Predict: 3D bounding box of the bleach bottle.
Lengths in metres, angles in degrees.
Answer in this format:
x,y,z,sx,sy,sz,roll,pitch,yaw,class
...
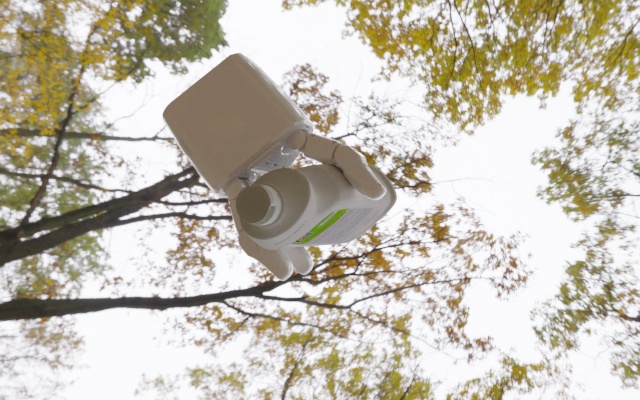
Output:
x,y,z,sx,sy,sz,roll,pitch,yaw,class
0.000,0.002,0.463,0.102,0.068,0.251,-44,-15,14,bleach bottle
